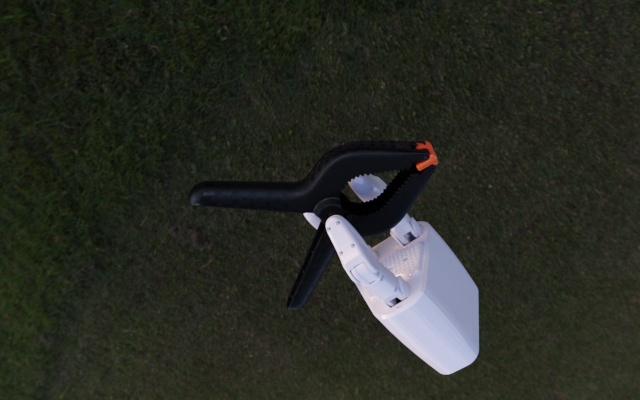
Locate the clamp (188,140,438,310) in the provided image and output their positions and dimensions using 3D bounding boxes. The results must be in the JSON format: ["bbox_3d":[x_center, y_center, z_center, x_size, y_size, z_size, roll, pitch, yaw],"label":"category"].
[{"bbox_3d":[0.001,0.002,0.423,0.210,0.165,0.036,-35,27,19],"label":"clamp"}]
